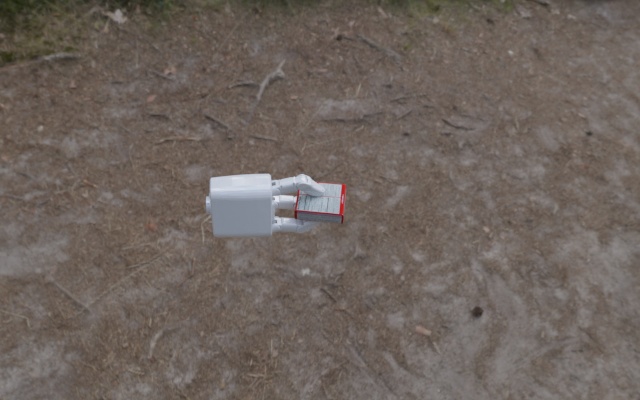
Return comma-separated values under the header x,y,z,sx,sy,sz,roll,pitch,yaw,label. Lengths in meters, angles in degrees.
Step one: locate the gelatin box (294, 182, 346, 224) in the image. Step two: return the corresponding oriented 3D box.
x,y,z,sx,sy,sz,roll,pitch,yaw,label
0.000,0.003,0.873,0.089,0.073,0.030,5,-39,3,gelatin box
